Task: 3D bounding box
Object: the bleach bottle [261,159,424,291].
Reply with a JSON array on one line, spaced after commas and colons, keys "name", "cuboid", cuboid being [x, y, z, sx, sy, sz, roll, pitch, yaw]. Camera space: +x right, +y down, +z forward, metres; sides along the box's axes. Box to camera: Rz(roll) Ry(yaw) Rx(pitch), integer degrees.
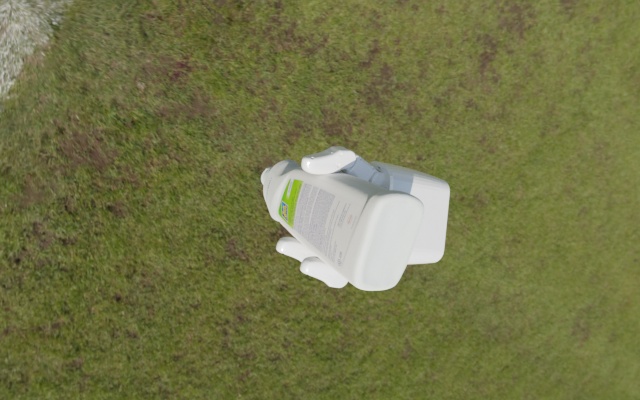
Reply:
[{"name": "bleach bottle", "cuboid": [0.000, 0.002, 0.539, 0.068, 0.102, 0.250, 8, 15, -35]}]
